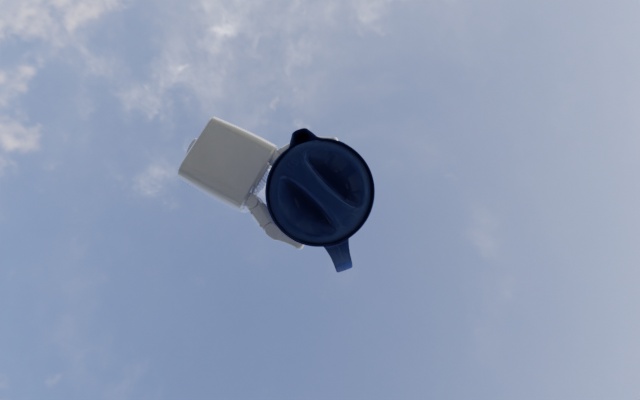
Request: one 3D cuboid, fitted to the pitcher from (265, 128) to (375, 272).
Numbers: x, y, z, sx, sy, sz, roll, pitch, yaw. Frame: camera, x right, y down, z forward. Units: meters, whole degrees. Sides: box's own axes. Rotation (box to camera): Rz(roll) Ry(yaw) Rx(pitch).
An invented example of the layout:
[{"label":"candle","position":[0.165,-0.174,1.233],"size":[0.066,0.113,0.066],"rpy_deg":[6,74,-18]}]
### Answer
[{"label":"pitcher","position":[0.000,0.002,0.691],"size":[0.145,0.149,0.243],"rpy_deg":[25,-1,0]}]
